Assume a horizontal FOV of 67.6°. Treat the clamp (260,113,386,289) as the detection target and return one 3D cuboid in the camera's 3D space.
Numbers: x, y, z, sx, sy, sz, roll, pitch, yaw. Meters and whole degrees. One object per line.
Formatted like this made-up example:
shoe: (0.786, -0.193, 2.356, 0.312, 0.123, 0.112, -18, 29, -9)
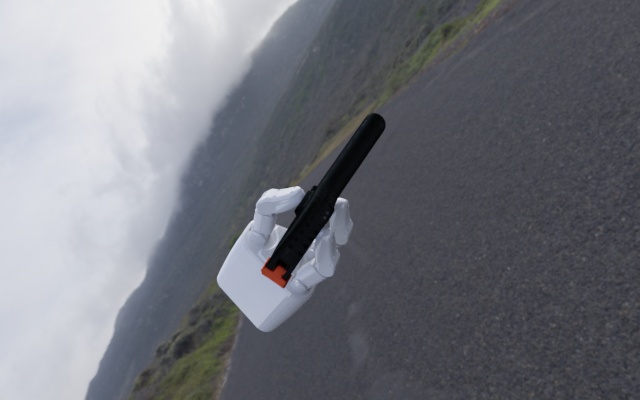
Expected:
clamp: (-0.001, 0.002, 0.512, 0.036, 0.165, 0.210, 34, 42, -3)
